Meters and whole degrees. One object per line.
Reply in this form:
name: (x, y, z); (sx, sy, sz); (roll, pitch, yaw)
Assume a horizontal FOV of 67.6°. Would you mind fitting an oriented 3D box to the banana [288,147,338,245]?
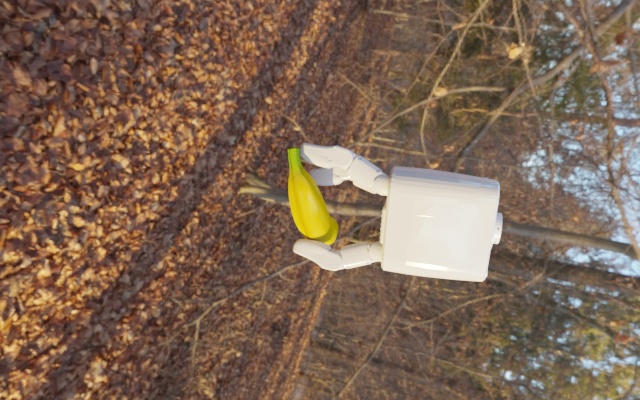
banana: (-0.003, 0.017, 0.558); (0.037, 0.069, 0.198); (3, -25, 13)
